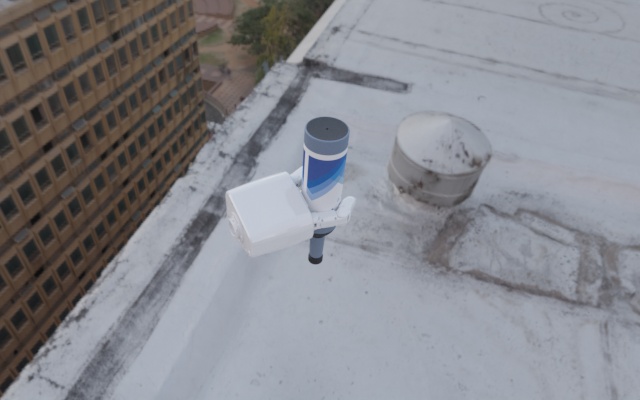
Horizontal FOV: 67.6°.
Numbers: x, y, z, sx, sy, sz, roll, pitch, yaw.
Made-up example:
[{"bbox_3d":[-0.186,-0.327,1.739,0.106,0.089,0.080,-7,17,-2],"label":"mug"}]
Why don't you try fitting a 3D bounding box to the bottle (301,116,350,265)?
[{"bbox_3d":[0.000,0.002,0.798,0.069,0.296,0.069,3,43,-3],"label":"bottle"}]
